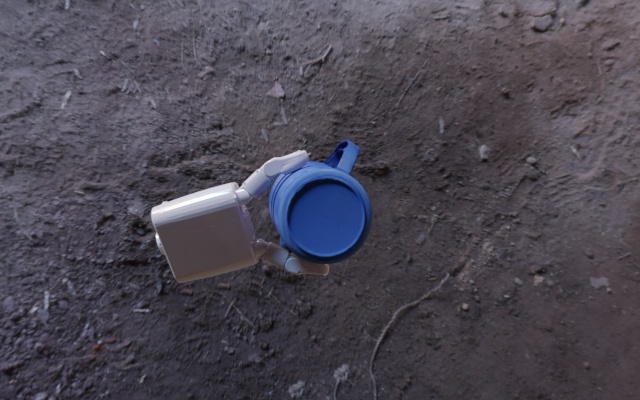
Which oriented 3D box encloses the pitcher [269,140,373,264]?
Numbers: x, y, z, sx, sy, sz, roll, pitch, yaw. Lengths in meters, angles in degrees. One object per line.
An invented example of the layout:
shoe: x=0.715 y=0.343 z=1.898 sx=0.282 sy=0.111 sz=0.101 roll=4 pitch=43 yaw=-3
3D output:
pitcher: x=0.000 y=0.002 z=0.641 sx=0.145 sy=0.149 sz=0.243 roll=-14 pitch=4 yaw=-5
